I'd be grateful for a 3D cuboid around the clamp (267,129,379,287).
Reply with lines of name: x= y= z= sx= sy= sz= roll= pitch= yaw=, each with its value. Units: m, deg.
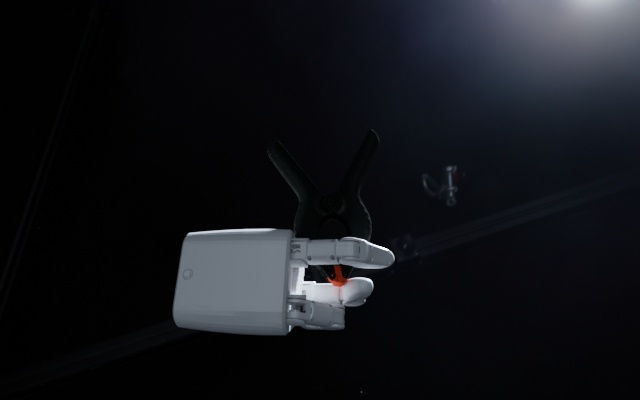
clamp: x=0.000 y=0.002 z=0.497 sx=0.120 sy=0.171 sz=0.039 roll=0 pitch=-22 yaw=7
